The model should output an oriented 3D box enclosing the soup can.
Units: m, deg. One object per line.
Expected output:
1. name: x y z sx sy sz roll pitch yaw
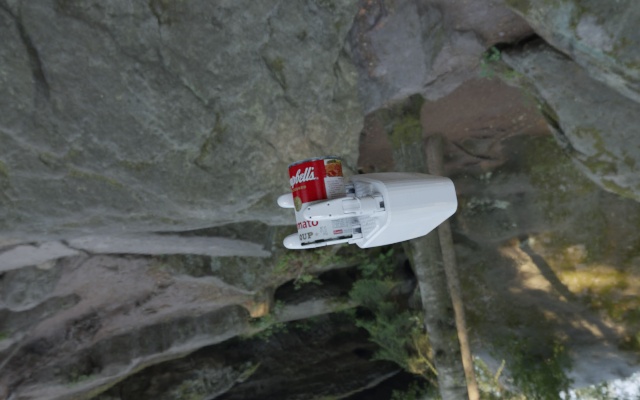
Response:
1. soup can: 0.000 0.002 0.595 0.068 0.102 0.068 -9 -6 -1
